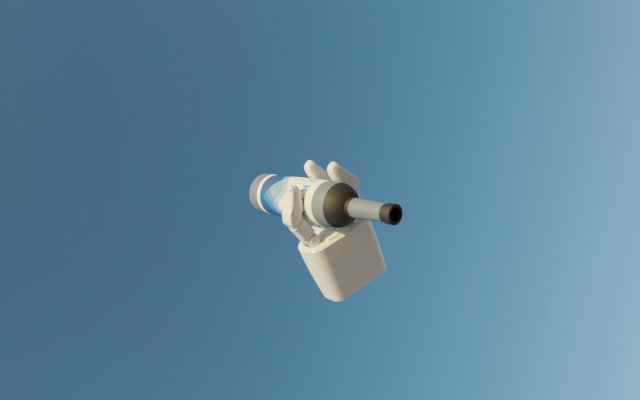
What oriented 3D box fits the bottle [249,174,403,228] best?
[{"bbox_3d":[0.000,0.002,0.710,0.069,0.069,0.295,0,6,-40],"label":"bottle"}]
